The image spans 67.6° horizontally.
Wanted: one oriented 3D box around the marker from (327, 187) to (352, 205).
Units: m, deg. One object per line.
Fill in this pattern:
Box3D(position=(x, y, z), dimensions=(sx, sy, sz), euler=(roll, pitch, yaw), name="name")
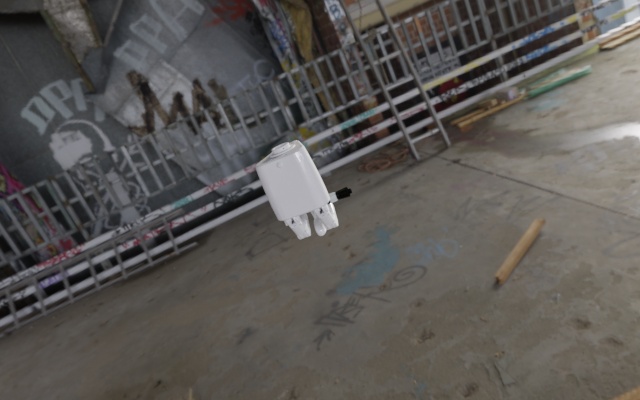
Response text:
Box3D(position=(0.000, 0.003, 0.872), dimensions=(0.121, 0.020, 0.020), euler=(-21, -5, 13), name="marker")
